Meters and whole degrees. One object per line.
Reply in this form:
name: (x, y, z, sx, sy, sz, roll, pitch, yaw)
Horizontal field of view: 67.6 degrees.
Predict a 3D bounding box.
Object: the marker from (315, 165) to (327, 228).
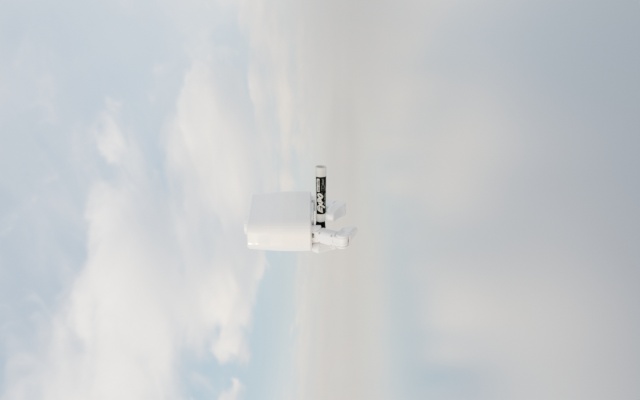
marker: (0.000, 0.003, 0.781, 0.020, 0.121, 0.020, 0, 20, 0)
